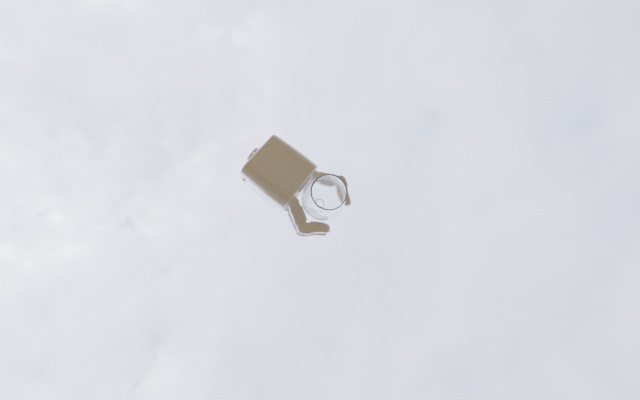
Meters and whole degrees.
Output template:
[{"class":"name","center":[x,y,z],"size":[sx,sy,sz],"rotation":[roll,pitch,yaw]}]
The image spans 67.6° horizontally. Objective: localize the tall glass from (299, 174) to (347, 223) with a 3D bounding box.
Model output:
[{"class":"tall glass","center":[0.000,0.003,0.890],"size":[0.079,0.079,0.201],"rotation":[0,-10,-9]}]
